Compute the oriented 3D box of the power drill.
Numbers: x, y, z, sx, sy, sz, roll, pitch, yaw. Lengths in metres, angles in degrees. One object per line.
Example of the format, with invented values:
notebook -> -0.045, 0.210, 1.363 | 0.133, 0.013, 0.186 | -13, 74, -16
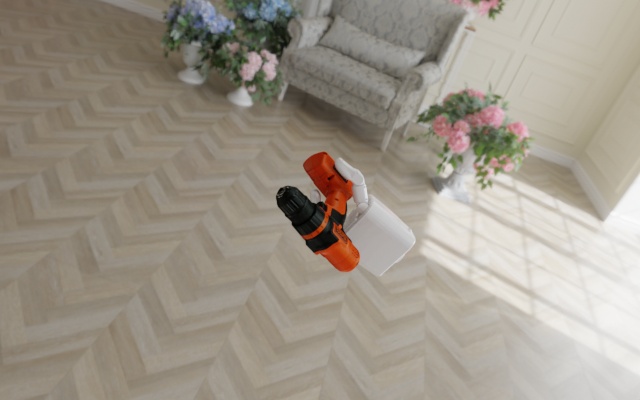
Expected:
power drill -> 0.000, 0.002, 0.783 | 0.057, 0.184, 0.187 | -25, 33, 25
